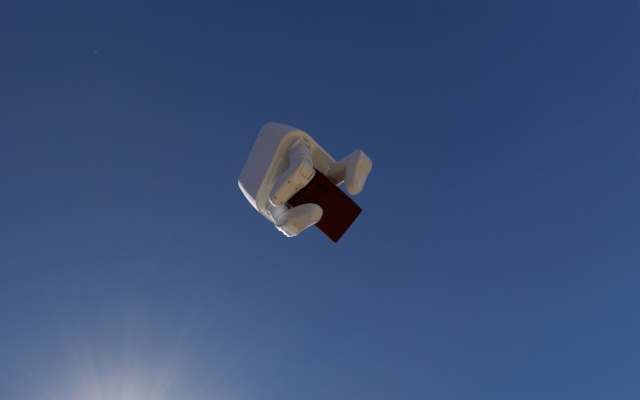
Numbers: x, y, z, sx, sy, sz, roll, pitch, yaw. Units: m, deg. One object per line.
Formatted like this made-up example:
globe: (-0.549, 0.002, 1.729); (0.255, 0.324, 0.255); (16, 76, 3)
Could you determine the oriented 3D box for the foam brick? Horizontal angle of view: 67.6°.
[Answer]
foam brick: (0.000, 0.002, 0.568); (0.078, 0.053, 0.051); (42, -2, -28)
